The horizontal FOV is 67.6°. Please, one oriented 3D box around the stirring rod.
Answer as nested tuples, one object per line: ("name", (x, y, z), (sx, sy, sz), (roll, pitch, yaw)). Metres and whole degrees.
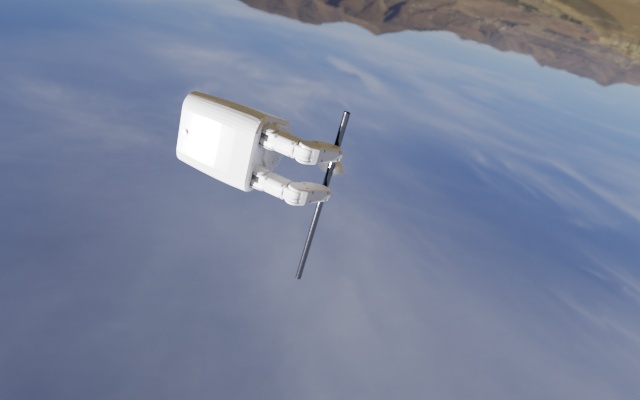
("stirring rod", (0.000, 0.002, 0.606), (0.011, 0.240, 0.011), (13, 26, -7))
